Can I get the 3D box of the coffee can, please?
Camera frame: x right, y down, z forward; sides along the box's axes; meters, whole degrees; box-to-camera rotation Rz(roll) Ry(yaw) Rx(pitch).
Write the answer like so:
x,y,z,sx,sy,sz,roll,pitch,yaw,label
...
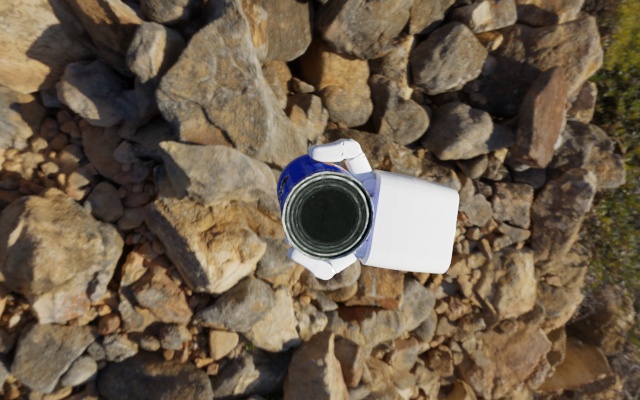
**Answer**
x,y,z,sx,sy,sz,roll,pitch,yaw,label
0.000,0.002,0.586,0.103,0.103,0.140,0,14,-7,coffee can
